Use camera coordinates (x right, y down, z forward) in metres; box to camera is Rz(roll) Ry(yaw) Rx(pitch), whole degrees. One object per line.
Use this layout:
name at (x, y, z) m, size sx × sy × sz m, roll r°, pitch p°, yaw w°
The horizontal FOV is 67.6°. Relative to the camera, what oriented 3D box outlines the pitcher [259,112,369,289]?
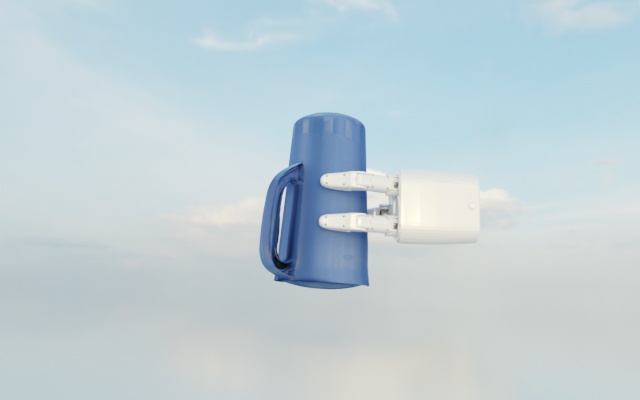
pitcher at (0.000, 0.002, 0.678) m, size 0.145 × 0.242 × 0.149 m, roll 2°, pitch -11°, yaw 3°
